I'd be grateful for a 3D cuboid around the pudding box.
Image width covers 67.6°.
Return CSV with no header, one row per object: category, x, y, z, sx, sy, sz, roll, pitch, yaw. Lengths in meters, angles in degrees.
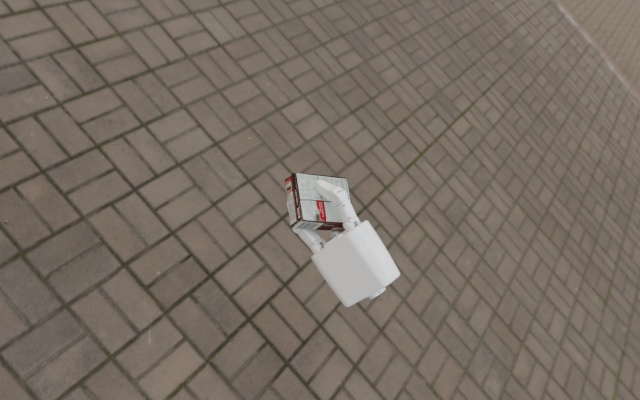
pudding box,0.000,0.003,0.813,0.113,0.090,0.039,6,-26,-34
